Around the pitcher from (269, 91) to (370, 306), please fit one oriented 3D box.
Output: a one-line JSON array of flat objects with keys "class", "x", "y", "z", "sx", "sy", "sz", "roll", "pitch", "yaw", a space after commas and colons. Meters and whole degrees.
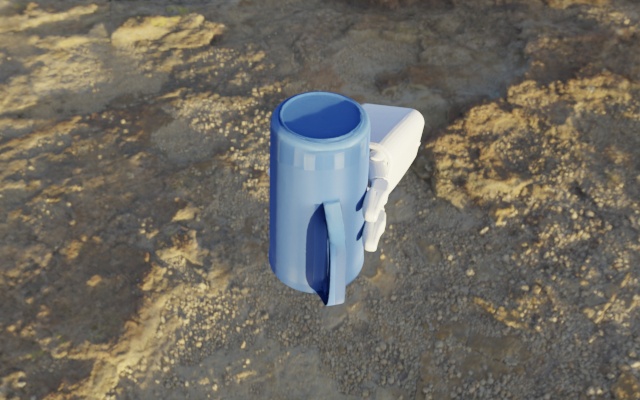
[{"class": "pitcher", "x": 0.000, "y": 0.002, "z": 0.583, "sx": 0.149, "sy": 0.243, "sz": 0.145, "roll": 26, "pitch": 50, "yaw": 22}]
